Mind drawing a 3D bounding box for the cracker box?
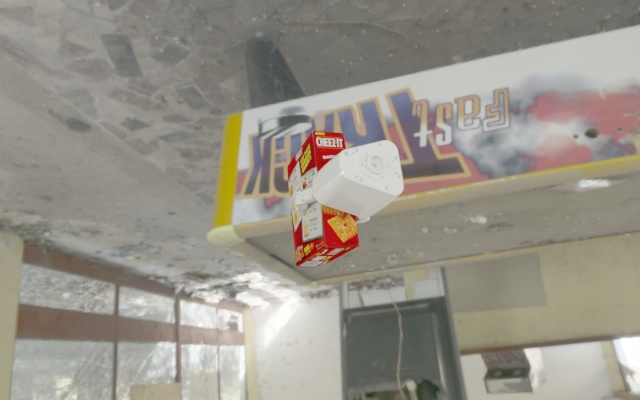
[{"bbox_3d":[0.000,0.003,0.893,0.072,0.213,0.164,1,-19,-21],"label":"cracker box"}]
